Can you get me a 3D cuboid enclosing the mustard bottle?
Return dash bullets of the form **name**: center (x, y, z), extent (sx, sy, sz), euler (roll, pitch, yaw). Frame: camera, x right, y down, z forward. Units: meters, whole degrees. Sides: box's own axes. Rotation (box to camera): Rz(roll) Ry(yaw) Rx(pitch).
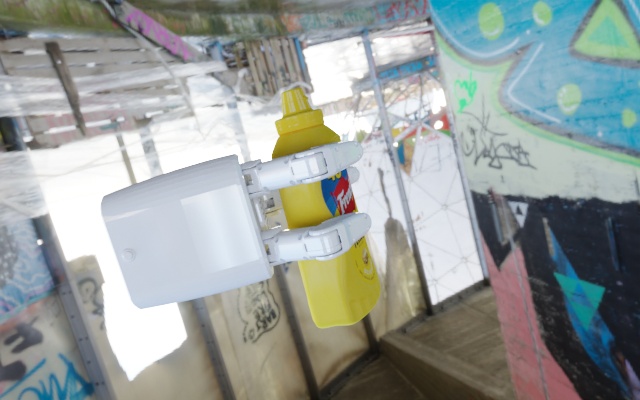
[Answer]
- **mustard bottle**: center (0.000, 0.001, 0.405), extent (0.058, 0.191, 0.096), euler (-12, 9, 21)
